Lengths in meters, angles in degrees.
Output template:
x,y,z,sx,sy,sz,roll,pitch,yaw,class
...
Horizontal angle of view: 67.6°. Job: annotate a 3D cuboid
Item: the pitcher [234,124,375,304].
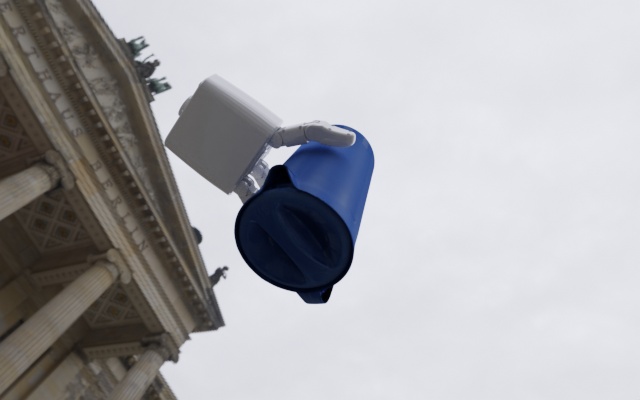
x,y,z,sx,sy,sz,roll,pitch,yaw,class
0.000,0.002,0.607,0.145,0.149,0.242,34,32,-3,pitcher
